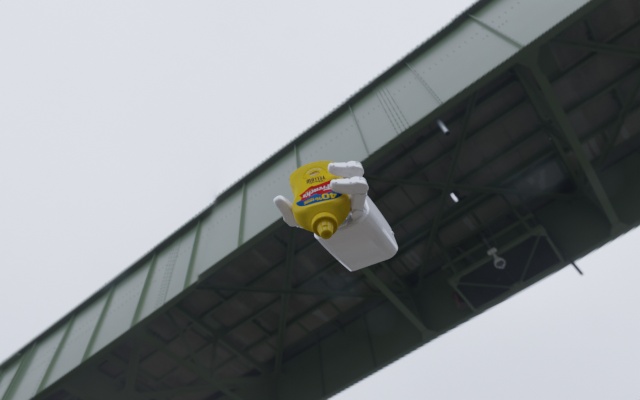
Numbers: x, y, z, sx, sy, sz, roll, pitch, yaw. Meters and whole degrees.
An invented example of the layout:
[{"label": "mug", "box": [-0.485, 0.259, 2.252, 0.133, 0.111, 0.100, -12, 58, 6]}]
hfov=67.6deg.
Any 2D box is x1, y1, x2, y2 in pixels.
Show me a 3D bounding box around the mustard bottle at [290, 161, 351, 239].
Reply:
[{"label": "mustard bottle", "box": [0.000, 0.002, 0.801, 0.096, 0.058, 0.191, -12, 32, 1]}]
